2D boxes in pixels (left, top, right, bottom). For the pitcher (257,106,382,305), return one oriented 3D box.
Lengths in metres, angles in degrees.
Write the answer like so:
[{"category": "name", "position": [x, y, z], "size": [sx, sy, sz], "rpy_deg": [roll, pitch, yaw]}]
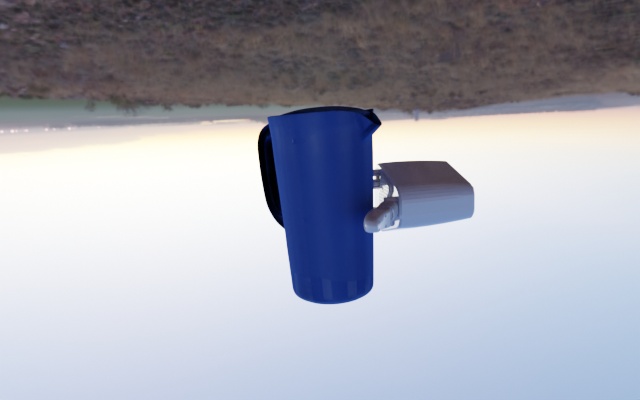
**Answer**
[{"category": "pitcher", "position": [0.000, 0.002, 0.621], "size": [0.145, 0.243, 0.149], "rpy_deg": [-6, 10, -10]}]
